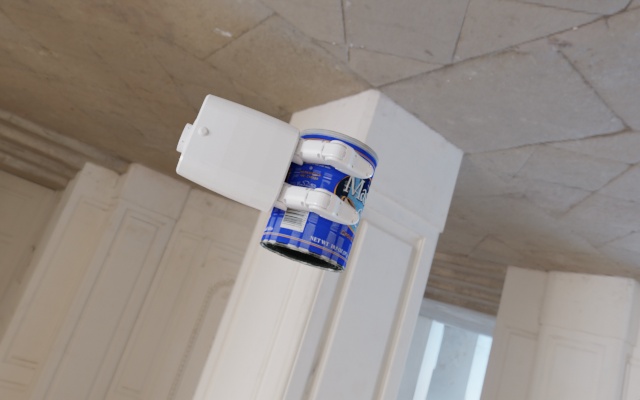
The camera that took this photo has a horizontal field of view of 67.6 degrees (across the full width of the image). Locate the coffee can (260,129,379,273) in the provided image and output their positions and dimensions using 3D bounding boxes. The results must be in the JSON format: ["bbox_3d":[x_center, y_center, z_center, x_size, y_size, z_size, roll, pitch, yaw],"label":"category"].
[{"bbox_3d":[0.000,0.002,0.561,0.103,0.140,0.103,17,-14,5],"label":"coffee can"}]
